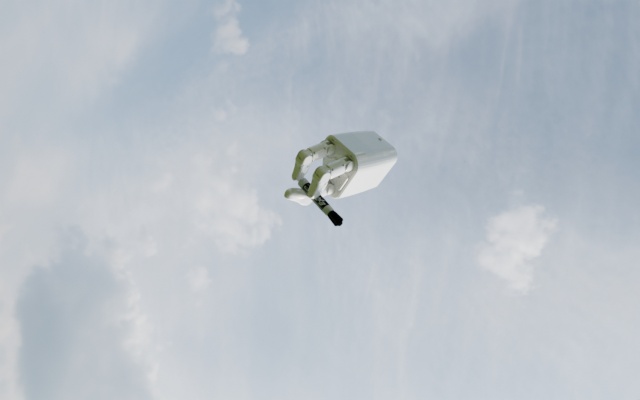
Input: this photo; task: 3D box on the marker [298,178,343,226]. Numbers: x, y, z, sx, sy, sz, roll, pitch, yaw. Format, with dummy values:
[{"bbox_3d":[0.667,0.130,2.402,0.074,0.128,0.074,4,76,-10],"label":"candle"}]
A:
[{"bbox_3d":[0.000,0.003,0.829,0.020,0.020,0.121,0,37,-45],"label":"marker"}]
